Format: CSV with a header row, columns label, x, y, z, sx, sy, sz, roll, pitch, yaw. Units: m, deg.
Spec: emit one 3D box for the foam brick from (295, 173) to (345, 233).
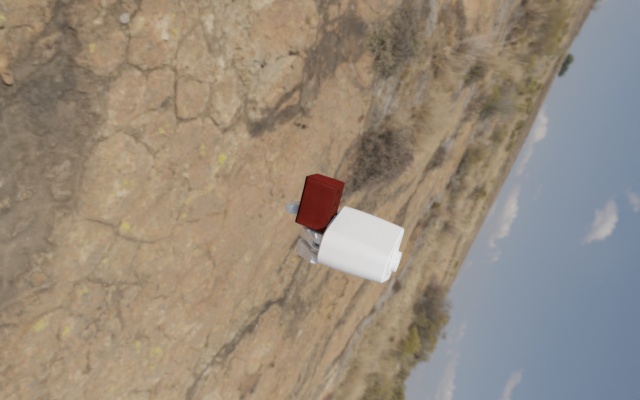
label,x,y,z,sx,sy,sz,roll,pitch,yaw
foam brick,0.000,0.002,0.753,0.051,0.078,0.053,19,16,16
